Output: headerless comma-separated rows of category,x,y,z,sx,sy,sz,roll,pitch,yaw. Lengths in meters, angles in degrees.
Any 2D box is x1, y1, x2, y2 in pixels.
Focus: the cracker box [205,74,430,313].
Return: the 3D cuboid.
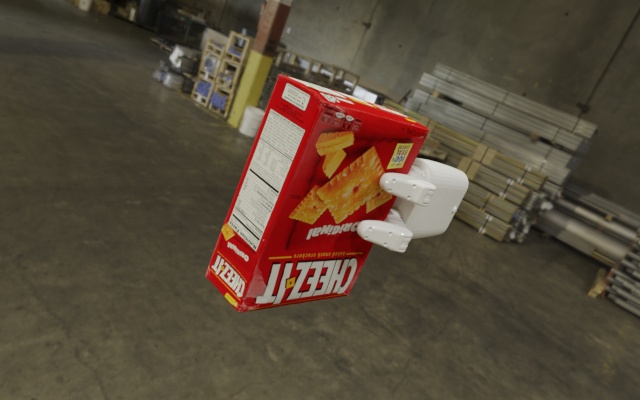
cracker box,0.000,0.001,0.481,0.164,0.214,0.072,4,25,-46
